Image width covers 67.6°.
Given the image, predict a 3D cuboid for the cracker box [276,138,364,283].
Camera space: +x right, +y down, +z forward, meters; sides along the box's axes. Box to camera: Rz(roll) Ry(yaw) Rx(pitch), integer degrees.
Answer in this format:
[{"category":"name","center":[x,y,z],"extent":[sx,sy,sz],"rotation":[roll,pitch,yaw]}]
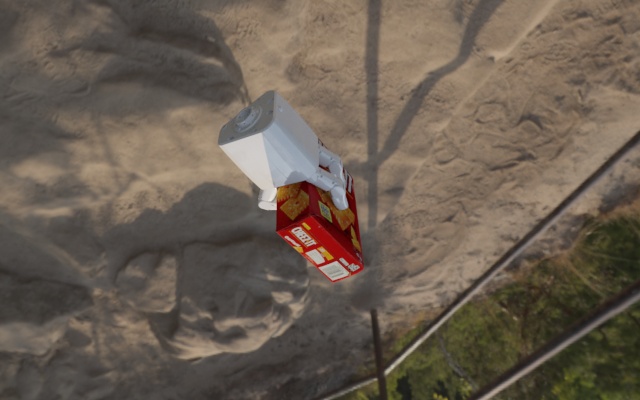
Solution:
[{"category":"cracker box","center":[0.000,0.003,0.796],"extent":[0.072,0.213,0.164],"rotation":[-25,-48,22]}]
